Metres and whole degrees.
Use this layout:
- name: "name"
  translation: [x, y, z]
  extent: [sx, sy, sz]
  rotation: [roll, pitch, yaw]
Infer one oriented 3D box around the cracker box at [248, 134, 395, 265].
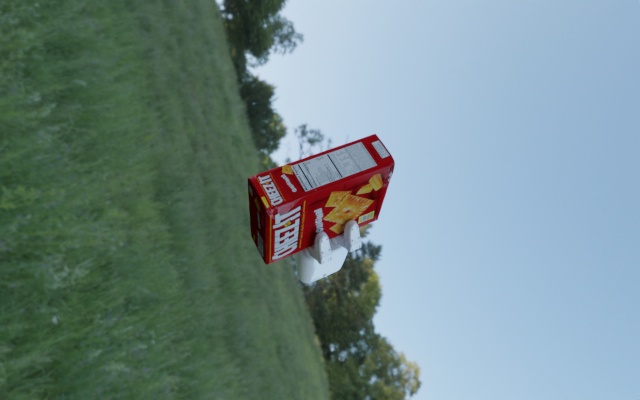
- name: "cracker box"
  translation: [0.000, 0.002, 0.746]
  extent: [0.213, 0.072, 0.164]
  rotation: [-21, -30, -19]
